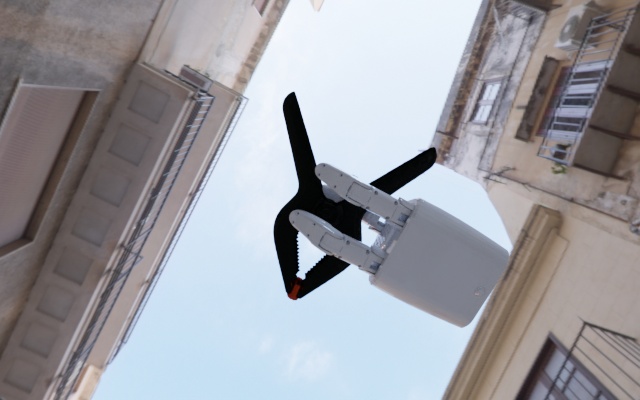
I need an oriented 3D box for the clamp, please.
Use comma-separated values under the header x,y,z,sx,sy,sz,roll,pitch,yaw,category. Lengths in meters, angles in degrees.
x,y,z,sx,sy,sz,roll,pitch,yaw,category
0.000,0.002,0.499,0.164,0.210,0.036,29,10,1,clamp
